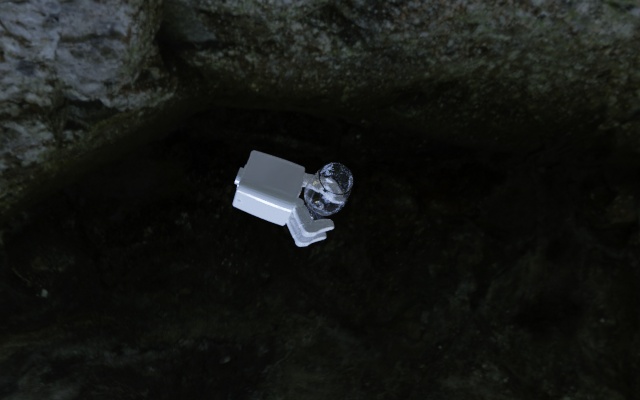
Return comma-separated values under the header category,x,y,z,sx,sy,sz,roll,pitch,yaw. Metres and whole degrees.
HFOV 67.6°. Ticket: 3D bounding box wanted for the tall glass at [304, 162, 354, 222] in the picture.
category,x,y,z,sx,sy,sz,roll,pitch,yaw
tall glass,0.000,0.003,0.886,0.079,0.079,0.201,0,-24,-17
